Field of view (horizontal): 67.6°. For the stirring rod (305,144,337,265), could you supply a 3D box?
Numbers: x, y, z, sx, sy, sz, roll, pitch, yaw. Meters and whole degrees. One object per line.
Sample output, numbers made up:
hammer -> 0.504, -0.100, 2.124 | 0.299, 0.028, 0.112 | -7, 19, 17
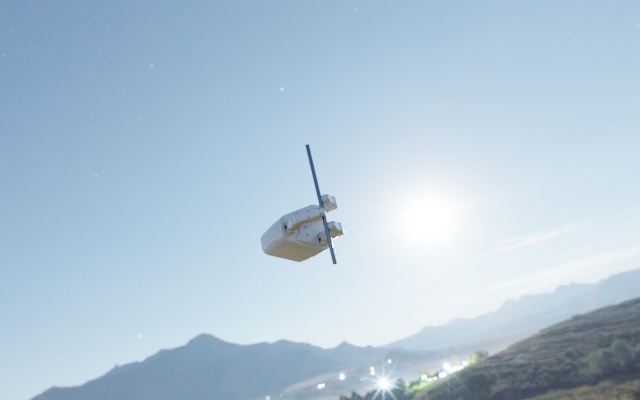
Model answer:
stirring rod -> 0.000, 0.003, 0.895 | 0.011, 0.239, 0.011 | -12, -18, -4
